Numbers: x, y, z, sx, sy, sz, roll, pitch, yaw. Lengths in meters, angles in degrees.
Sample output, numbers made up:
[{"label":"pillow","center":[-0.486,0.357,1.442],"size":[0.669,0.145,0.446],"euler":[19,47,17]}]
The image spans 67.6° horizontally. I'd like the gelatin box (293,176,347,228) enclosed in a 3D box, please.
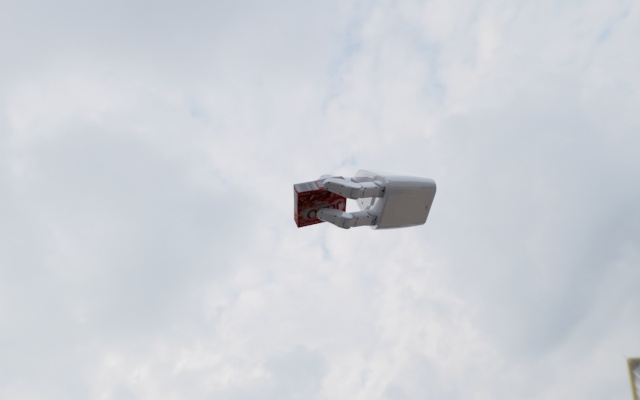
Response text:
[{"label":"gelatin box","center":[0.000,0.002,0.797],"size":[0.089,0.073,0.030],"euler":[-10,38,-17]}]
